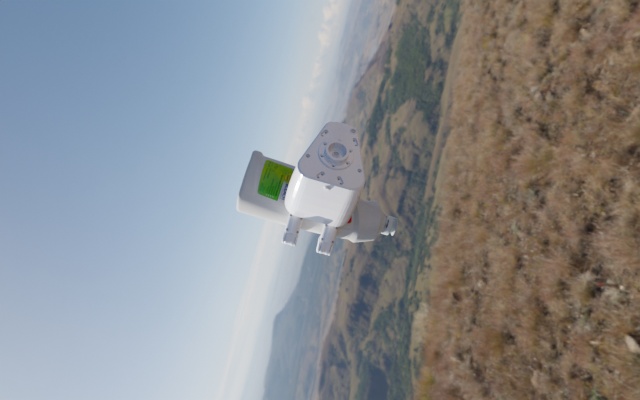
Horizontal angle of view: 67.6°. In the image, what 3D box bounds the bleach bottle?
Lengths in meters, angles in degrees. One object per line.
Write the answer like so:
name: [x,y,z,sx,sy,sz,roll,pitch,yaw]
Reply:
bleach bottle: [0.000,0.003,0.762,0.251,0.102,0.068,15,-30,-4]
